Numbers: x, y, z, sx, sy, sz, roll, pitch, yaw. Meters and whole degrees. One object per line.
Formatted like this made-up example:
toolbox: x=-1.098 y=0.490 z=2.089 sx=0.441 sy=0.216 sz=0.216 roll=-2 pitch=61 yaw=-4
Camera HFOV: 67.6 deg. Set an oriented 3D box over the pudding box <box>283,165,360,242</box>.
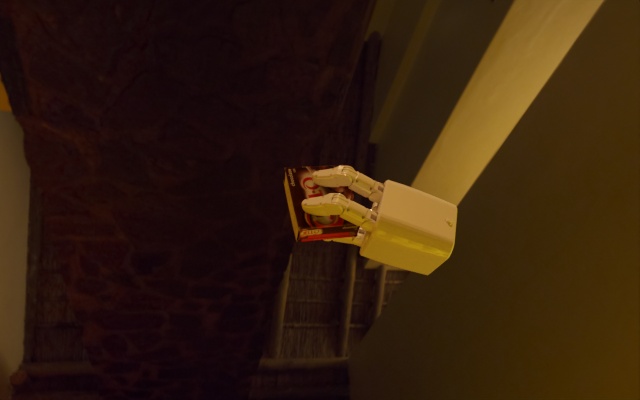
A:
pudding box: x=0.000 y=0.002 z=0.680 sx=0.090 sy=0.113 sz=0.039 roll=-4 pitch=-40 yaw=-16
